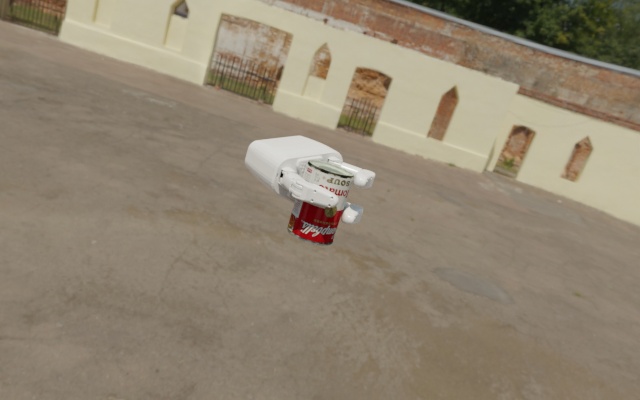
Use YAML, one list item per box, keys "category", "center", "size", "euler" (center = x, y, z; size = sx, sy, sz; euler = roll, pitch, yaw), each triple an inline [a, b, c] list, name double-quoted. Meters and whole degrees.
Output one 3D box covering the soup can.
- category: "soup can"
  center: [0.000, 0.002, 0.659]
  size: [0.068, 0.102, 0.068]
  euler: [17, 14, -4]
